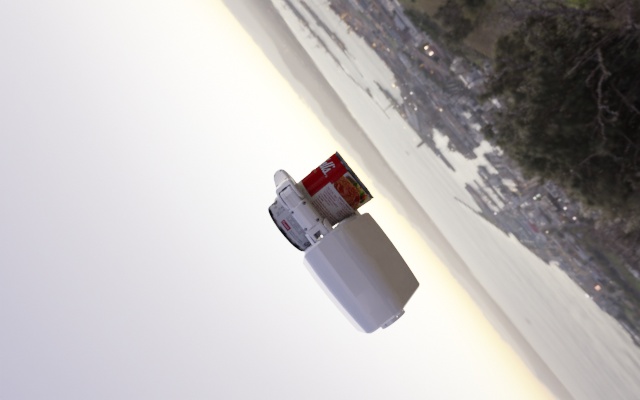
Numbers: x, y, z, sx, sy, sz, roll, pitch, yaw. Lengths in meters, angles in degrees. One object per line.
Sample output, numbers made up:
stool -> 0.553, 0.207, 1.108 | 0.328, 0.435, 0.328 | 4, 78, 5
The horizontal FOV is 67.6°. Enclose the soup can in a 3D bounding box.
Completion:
soup can -> 0.000, 0.002, 0.538 | 0.102, 0.068, 0.068 | -39, -5, 7
